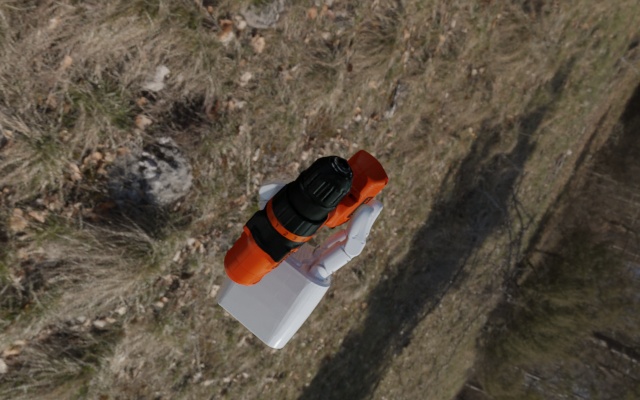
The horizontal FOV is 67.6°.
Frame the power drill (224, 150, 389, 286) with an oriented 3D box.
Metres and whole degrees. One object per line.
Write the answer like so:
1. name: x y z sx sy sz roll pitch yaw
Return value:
1. power drill: 0.000 0.002 0.505 0.184 0.057 0.187 -42 -9 35
